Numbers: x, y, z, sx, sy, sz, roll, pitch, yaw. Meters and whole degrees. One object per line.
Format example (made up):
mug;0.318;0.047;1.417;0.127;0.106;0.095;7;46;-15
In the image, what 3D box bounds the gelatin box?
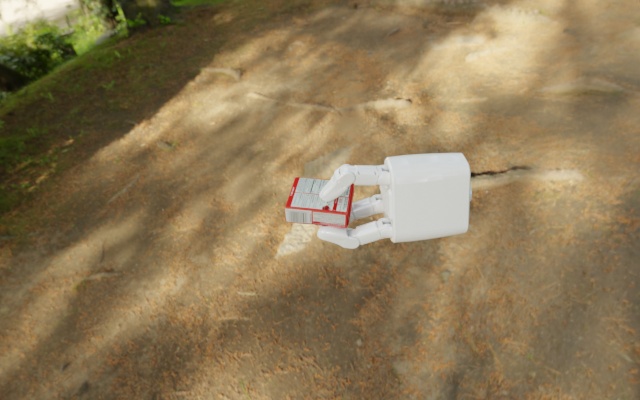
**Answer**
gelatin box;0.000;0.002;0.672;0.089;0.030;0.073;6;39;6
